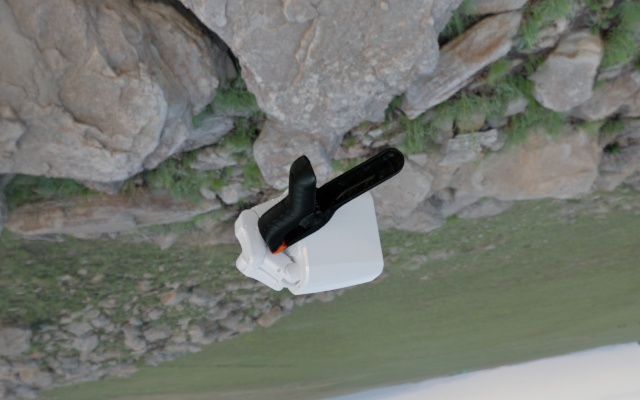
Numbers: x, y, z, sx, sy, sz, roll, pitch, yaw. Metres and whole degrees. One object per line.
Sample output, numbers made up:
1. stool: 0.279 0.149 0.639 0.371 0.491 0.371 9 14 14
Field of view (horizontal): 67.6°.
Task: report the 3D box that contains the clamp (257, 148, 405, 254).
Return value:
1. clamp: 0.000 0.002 0.452 0.120 0.039 0.171 -7 -22 -30
